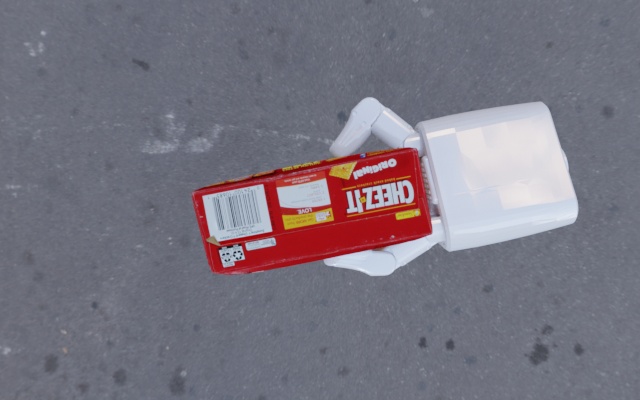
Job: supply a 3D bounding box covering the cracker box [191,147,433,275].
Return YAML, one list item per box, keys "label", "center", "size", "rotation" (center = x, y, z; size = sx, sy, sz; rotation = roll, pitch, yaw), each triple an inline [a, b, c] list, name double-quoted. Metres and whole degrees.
- label: "cracker box"
  center: [0.000, 0.001, 0.437]
  size: [0.164, 0.072, 0.213]
  rotation: [-11, 4, 4]
